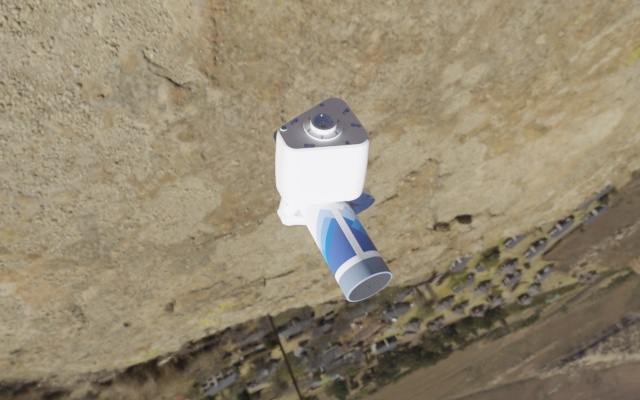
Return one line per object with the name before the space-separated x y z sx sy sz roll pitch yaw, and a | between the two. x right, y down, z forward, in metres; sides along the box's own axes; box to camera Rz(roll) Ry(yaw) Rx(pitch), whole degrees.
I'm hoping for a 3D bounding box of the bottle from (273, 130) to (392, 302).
bottle | 0.000 0.002 0.686 0.069 0.295 0.069 -21 -32 -14
